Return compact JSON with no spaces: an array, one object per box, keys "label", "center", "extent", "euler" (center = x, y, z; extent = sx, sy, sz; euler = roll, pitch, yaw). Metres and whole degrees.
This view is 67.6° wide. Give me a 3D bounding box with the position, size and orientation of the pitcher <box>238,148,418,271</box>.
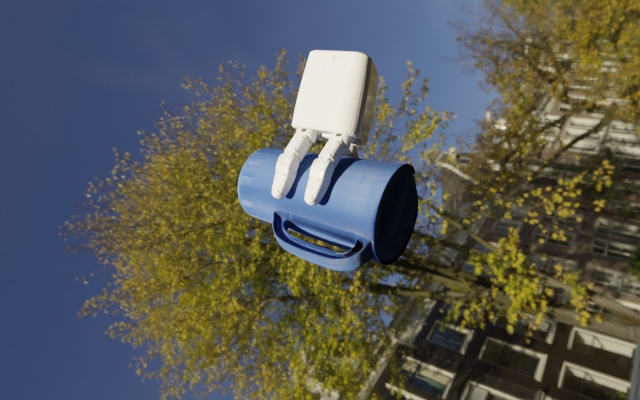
[{"label":"pitcher","center":[0.000,0.002,0.662],"extent":[0.243,0.145,0.149],"euler":[13,3,31]}]
